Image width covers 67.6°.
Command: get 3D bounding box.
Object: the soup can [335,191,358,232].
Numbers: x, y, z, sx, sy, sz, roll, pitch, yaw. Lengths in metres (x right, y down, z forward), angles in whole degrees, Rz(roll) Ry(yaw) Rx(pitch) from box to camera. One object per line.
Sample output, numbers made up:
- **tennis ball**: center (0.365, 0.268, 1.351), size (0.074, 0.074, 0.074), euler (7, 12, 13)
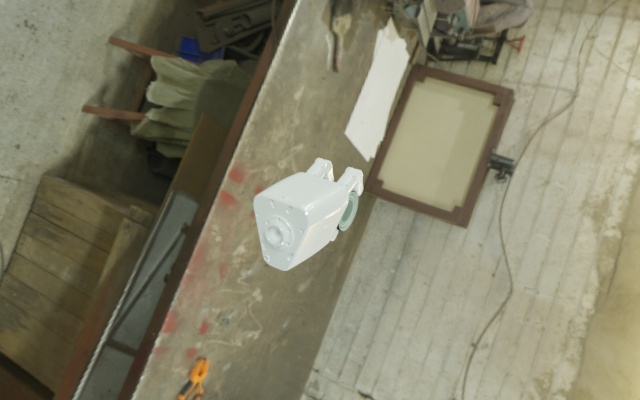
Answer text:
- **soup can**: center (0.001, 0.003, 0.758), size (0.102, 0.068, 0.068), euler (19, 8, 25)
